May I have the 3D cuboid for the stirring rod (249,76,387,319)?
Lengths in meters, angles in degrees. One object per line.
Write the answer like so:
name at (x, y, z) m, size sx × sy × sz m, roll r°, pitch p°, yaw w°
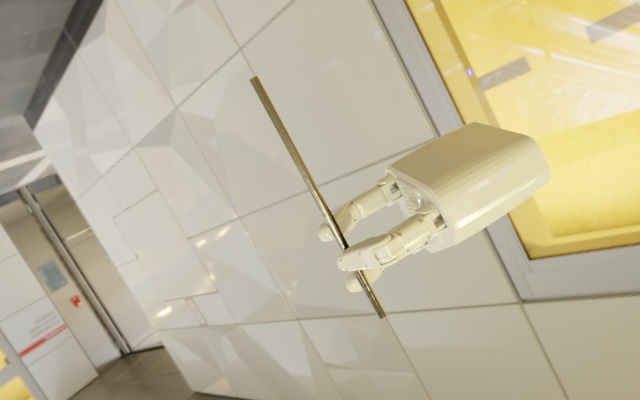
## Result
stirring rod at (0.000, 0.001, 0.420) m, size 0.011 × 0.239 × 0.011 m, roll -28°, pitch 8°, yaw 4°
